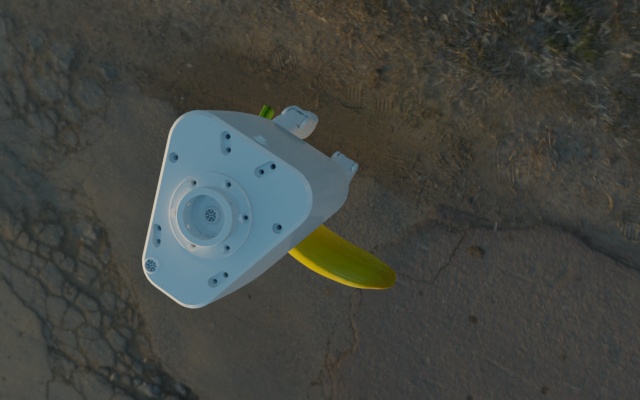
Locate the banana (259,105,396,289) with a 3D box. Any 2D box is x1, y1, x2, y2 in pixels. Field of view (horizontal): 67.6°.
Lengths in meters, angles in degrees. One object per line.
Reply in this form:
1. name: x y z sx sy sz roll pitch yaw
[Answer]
1. banana: -0.017 0.010 0.414 0.069 0.198 0.037 -36 -5 -2
